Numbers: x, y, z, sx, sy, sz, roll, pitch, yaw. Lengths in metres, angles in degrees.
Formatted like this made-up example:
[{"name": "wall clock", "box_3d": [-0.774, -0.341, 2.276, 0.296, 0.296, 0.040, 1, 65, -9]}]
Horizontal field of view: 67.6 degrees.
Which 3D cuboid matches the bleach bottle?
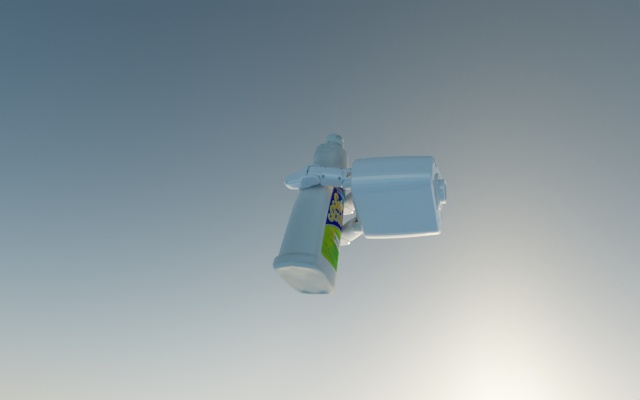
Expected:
[{"name": "bleach bottle", "box_3d": [0.000, 0.002, 0.690, 0.068, 0.250, 0.103, -3, -34, 21]}]
